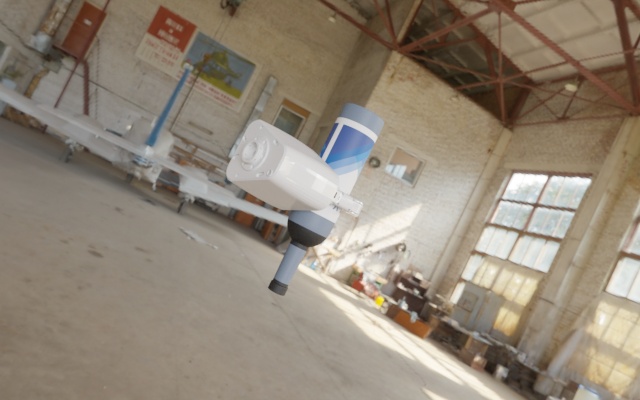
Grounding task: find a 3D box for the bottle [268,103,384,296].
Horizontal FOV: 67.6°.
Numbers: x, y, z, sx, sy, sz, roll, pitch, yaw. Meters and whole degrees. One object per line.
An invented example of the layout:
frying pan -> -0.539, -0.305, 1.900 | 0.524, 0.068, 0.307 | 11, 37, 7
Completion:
bottle -> 0.000, 0.002, 0.706 | 0.069, 0.295, 0.069 | 26, -3, 1
